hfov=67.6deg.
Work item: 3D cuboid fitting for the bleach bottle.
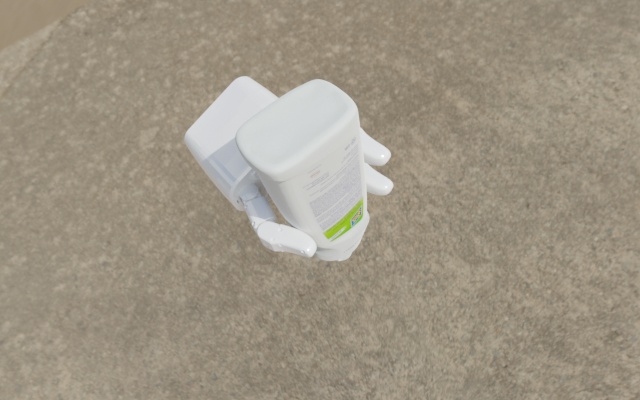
[{"bbox_3d":[0.000,0.002,0.483,0.102,0.068,0.251,-38,-30,-14],"label":"bleach bottle"}]
